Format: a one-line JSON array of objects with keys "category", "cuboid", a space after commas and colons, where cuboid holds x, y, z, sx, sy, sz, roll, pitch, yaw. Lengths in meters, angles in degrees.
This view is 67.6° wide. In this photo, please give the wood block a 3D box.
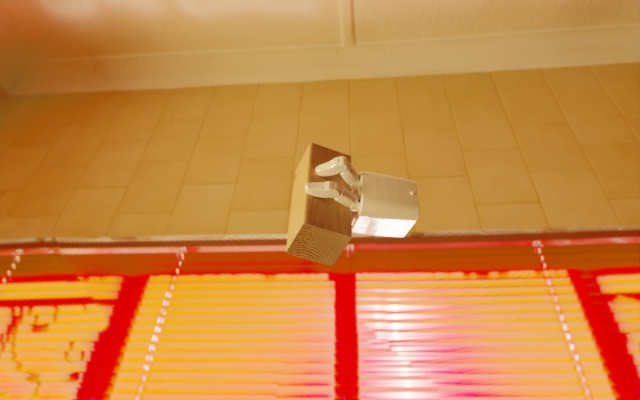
[{"category": "wood block", "cuboid": [0.000, 0.003, 0.879, 0.090, 0.206, 0.091, 17, -46, -14]}]
